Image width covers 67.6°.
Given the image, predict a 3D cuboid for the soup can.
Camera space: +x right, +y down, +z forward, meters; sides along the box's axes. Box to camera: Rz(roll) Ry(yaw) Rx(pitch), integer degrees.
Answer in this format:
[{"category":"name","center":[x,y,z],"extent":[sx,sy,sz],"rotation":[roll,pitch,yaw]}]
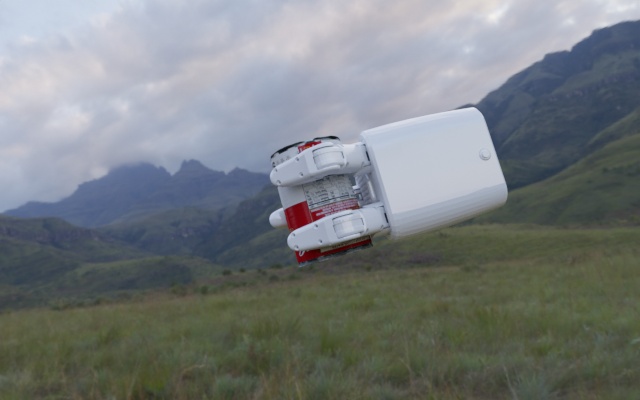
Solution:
[{"category":"soup can","center":[-0.001,0.001,0.425],"extent":[0.068,0.102,0.068],"rotation":[-16,-6,-2]}]
